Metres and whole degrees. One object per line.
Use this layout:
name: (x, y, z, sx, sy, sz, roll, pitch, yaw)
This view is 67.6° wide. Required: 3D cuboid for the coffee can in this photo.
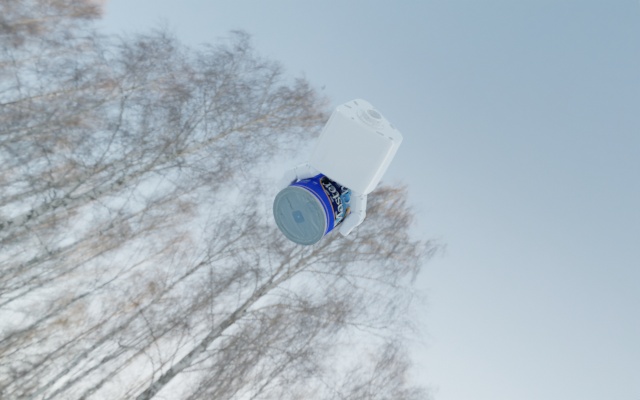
coffee can: (0.000, 0.003, 0.824, 0.103, 0.103, 0.140, 0, 20, 34)
